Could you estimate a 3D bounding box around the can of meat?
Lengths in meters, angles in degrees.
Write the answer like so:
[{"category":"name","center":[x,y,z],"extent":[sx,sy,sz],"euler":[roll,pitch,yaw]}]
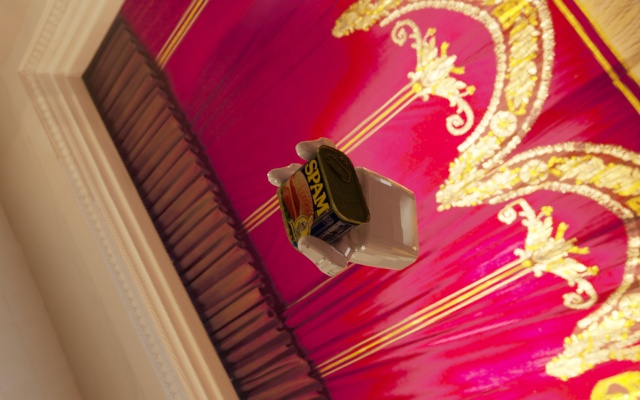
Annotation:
[{"category":"can of meat","center":[0.000,0.002,0.553],"extent":[0.057,0.102,0.084],"euler":[15,-42,-41]}]
